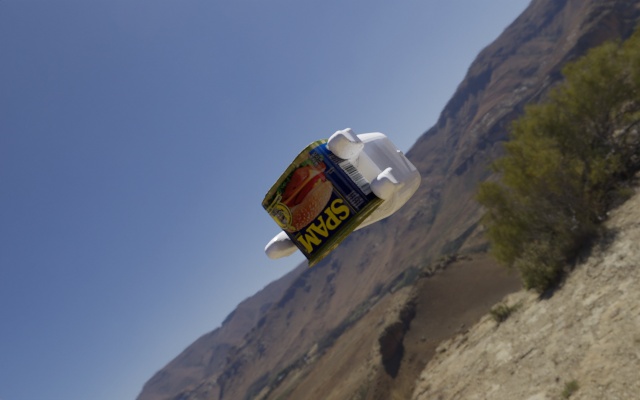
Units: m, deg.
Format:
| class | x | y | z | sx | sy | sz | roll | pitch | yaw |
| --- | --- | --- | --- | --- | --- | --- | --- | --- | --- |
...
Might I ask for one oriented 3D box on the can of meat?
| class | x | y | z | sx | sy | sz | roll | pitch | yaw |
| --- | --- | --- | --- | --- | --- | --- | --- | --- | --- |
| can of meat | 0.000 | 0.001 | 0.471 | 0.102 | 0.084 | 0.057 | -47 | -10 | 33 |
